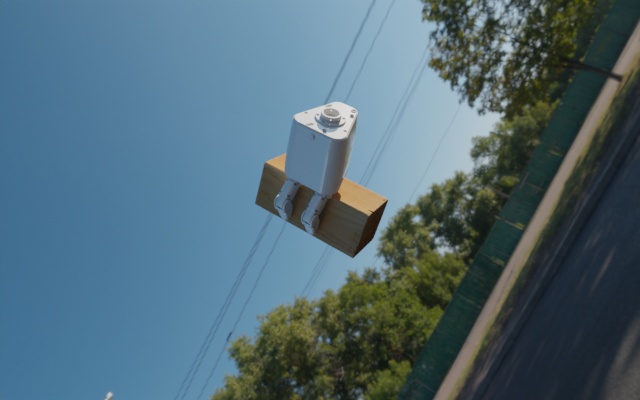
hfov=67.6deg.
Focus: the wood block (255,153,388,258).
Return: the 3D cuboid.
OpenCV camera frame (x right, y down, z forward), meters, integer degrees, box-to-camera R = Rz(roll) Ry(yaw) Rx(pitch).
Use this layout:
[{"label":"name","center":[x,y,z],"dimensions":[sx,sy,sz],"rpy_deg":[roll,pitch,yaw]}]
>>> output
[{"label":"wood block","center":[0.000,0.002,0.842],"dimensions":[0.206,0.090,0.090],"rpy_deg":[28,31,19]}]
